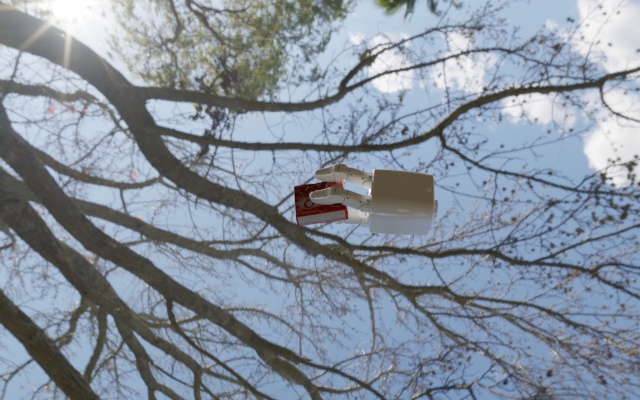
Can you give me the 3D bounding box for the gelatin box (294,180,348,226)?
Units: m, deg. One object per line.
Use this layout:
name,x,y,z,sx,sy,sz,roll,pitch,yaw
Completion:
gelatin box,0.000,0.003,0.825,0.089,0.073,0.030,-9,-41,3
